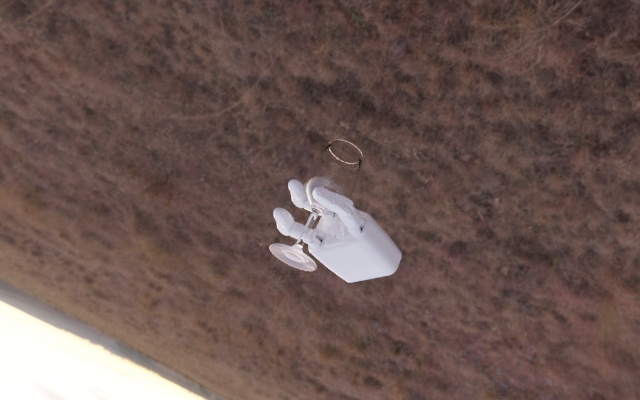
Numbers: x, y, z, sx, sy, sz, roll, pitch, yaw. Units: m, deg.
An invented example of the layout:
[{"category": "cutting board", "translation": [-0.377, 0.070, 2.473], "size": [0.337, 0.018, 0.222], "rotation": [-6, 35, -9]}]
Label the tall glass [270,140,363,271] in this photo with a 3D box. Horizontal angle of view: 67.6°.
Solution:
[{"category": "tall glass", "translation": [0.000, 0.003, 0.728], "size": [0.079, 0.201, 0.079], "rotation": [21, -25, 11]}]
